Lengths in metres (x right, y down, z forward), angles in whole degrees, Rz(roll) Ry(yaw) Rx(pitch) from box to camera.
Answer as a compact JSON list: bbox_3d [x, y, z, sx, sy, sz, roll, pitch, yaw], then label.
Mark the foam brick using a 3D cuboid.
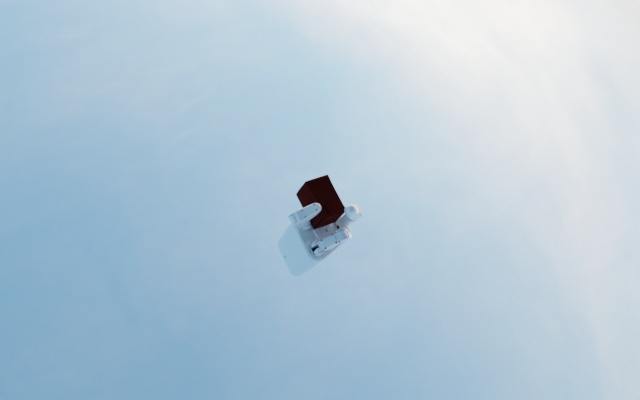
[{"bbox_3d":[0.000,0.003,0.870,0.053,0.078,0.051,-17,-18,-31],"label":"foam brick"}]
